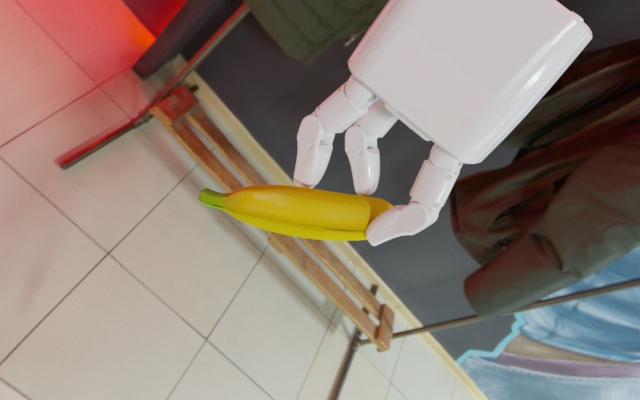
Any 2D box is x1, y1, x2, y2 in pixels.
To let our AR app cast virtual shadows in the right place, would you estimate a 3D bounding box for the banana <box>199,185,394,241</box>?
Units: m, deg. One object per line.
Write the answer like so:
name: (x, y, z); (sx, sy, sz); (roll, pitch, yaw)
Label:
banana: (0.007, 0.008, 0.391); (0.198, 0.037, 0.069); (8, 17, -37)
